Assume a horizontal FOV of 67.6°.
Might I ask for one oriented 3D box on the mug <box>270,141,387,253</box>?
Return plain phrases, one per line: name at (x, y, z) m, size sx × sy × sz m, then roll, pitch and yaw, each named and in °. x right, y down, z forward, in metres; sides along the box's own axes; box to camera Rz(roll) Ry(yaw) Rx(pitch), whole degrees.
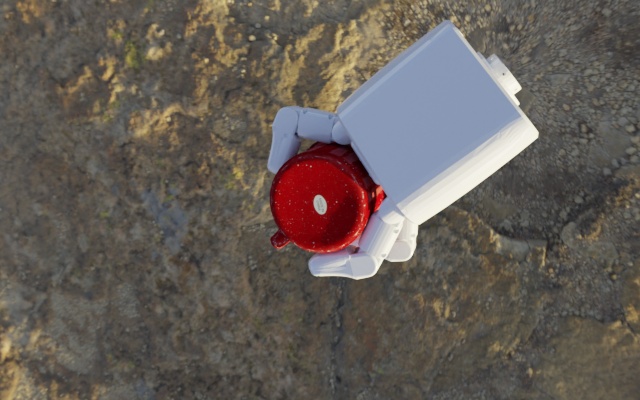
mug at (-0.001, 0.002, 0.406) m, size 0.117 × 0.093 × 0.081 m, roll -39°, pitch -1°, yaw 22°
